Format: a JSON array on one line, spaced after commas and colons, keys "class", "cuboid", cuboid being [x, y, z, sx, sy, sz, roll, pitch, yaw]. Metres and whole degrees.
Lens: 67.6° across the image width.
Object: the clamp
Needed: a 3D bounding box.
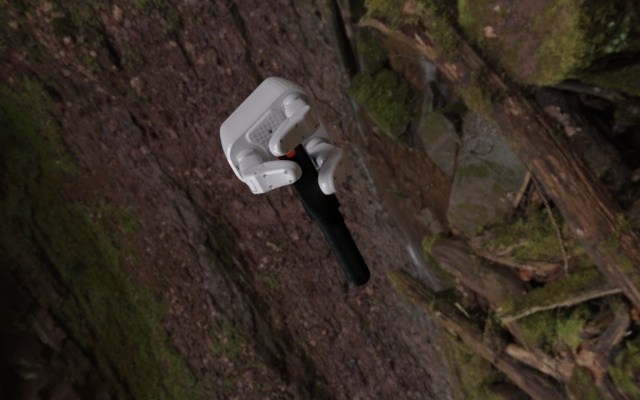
[{"class": "clamp", "cuboid": [-0.001, 0.002, 0.517, 0.039, 0.171, 0.120, -29, 27, -3]}]
